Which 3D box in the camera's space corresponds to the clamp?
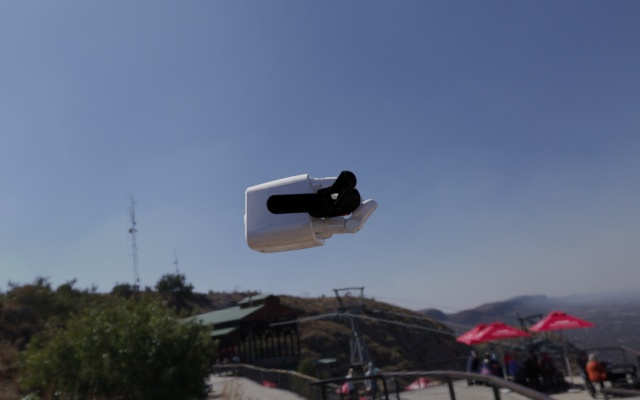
[{"bbox_3d":[0.000,0.002,0.660,0.120,0.039,0.171,-10,-15,9],"label":"clamp"}]
